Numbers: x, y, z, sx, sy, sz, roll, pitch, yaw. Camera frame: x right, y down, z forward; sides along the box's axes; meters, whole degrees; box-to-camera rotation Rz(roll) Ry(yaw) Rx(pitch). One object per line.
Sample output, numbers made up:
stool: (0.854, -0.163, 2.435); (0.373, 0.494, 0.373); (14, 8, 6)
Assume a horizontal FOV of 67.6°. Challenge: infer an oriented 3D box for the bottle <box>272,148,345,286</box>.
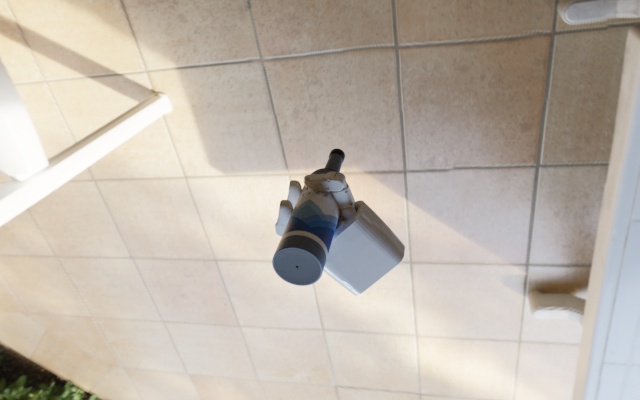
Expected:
bottle: (0.000, 0.002, 0.723); (0.069, 0.069, 0.295); (0, 34, 14)
